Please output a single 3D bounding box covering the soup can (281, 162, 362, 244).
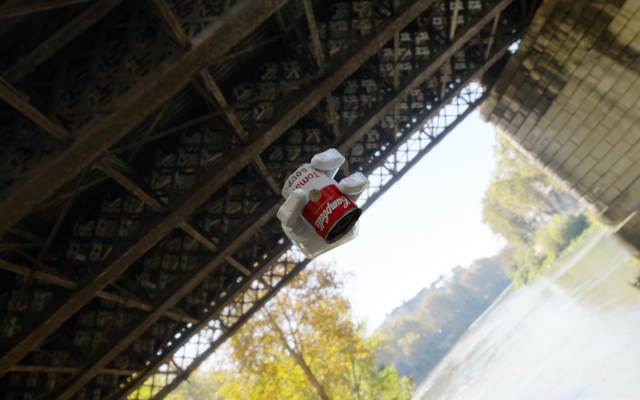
[{"bbox_3d":[0.000,0.002,0.679,0.102,0.068,0.068,46,20,21],"label":"soup can"}]
